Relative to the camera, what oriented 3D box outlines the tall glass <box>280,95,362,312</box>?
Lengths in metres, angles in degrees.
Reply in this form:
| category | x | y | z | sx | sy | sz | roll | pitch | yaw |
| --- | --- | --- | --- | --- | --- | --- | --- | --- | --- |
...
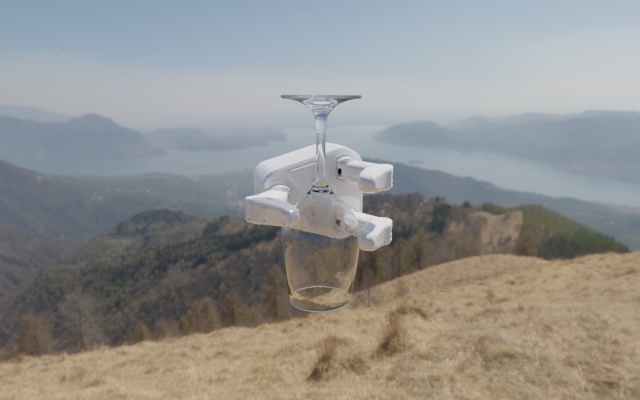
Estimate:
| category | x | y | z | sx | sy | sz | roll | pitch | yaw |
| --- | --- | --- | --- | --- | --- | --- | --- | --- | --- |
| tall glass | 0.000 | 0.001 | 0.457 | 0.079 | 0.201 | 0.079 | 0 | 13 | 0 |
